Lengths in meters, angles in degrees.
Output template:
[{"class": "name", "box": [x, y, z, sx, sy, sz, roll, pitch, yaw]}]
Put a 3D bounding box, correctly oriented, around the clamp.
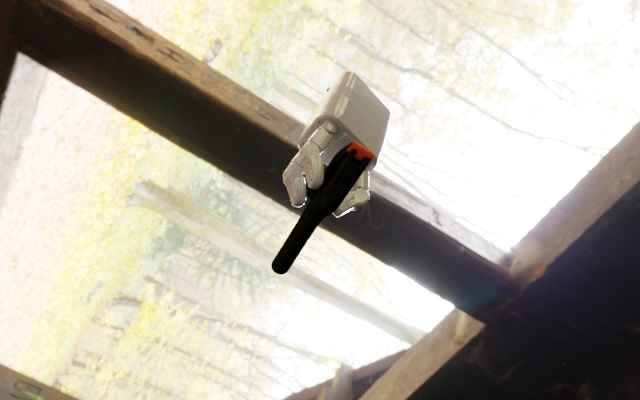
[{"class": "clamp", "box": [0.001, 0.002, 0.625, 0.036, 0.164, 0.210, 29, -36, -12]}]
